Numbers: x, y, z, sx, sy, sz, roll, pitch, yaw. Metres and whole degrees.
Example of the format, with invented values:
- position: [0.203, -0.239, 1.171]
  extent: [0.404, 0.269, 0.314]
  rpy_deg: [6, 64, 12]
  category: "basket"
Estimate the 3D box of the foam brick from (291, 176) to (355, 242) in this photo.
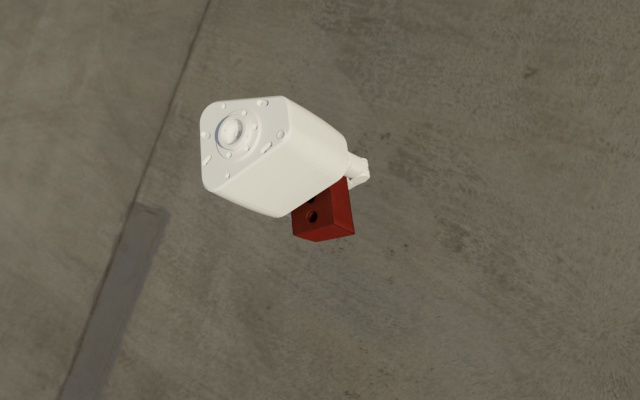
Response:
- position: [0.000, 0.002, 0.529]
  extent: [0.053, 0.078, 0.051]
  rpy_deg: [-16, -20, 25]
  category: "foam brick"
